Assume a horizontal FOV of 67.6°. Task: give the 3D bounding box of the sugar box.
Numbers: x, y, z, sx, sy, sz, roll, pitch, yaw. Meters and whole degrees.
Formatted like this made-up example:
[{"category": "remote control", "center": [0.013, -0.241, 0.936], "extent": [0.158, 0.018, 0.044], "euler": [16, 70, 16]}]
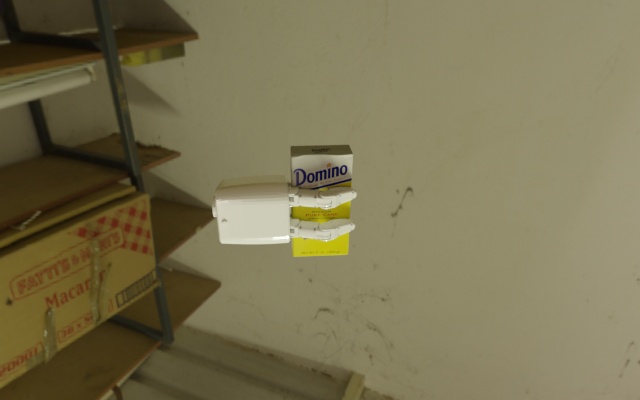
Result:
[{"category": "sugar box", "center": [0.000, 0.003, 0.745], "extent": [0.093, 0.176, 0.048], "euler": [-3, 29, -5]}]
